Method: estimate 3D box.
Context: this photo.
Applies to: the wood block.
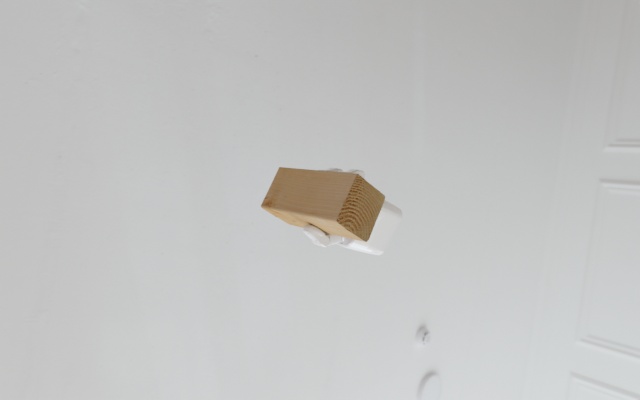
[{"bbox_3d":[0.000,0.003,0.863,0.206,0.090,0.090,8,-20,47],"label":"wood block"}]
